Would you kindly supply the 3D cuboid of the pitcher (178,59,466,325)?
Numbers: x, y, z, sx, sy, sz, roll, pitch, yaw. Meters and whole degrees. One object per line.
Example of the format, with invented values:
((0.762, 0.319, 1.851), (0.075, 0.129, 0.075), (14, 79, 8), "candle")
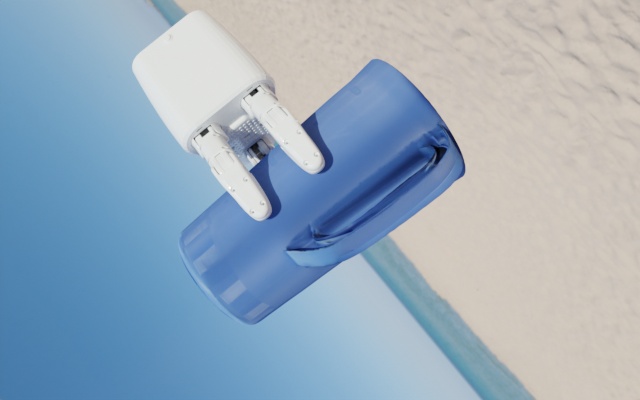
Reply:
((0.000, 0.001, 0.422), (0.243, 0.145, 0.149), (-39, -18, 0), "pitcher")
